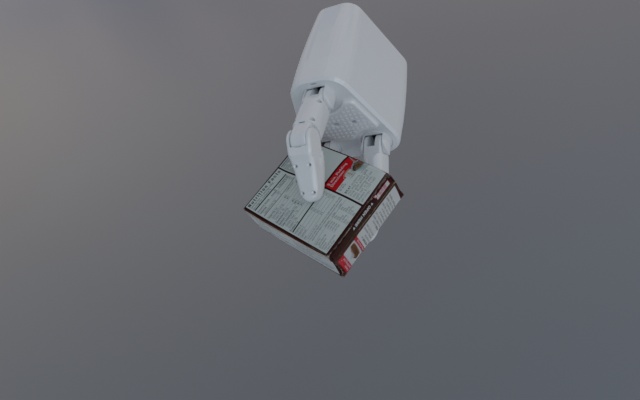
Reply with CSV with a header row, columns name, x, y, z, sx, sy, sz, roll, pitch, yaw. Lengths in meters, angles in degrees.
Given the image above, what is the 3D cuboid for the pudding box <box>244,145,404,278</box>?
name,x,y,z,sx,sy,sz,roll,pitch,yaw
pudding box,0.000,0.001,0.417,0.113,0.090,0.039,26,-17,41
